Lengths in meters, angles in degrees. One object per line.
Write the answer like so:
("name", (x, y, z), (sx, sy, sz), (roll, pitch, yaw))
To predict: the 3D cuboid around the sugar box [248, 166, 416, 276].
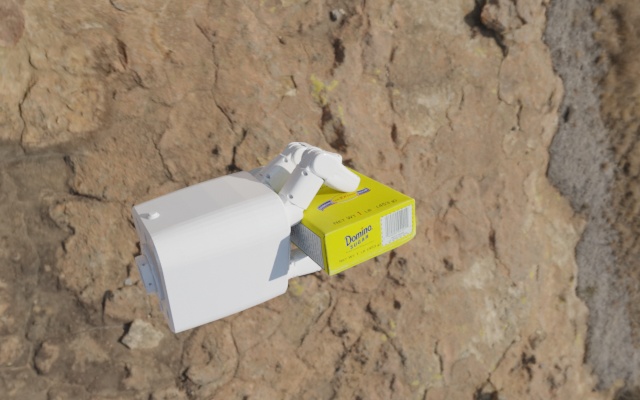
("sugar box", (0.000, 0.001, 0.461), (0.093, 0.048, 0.176), (-20, 30, -25))
